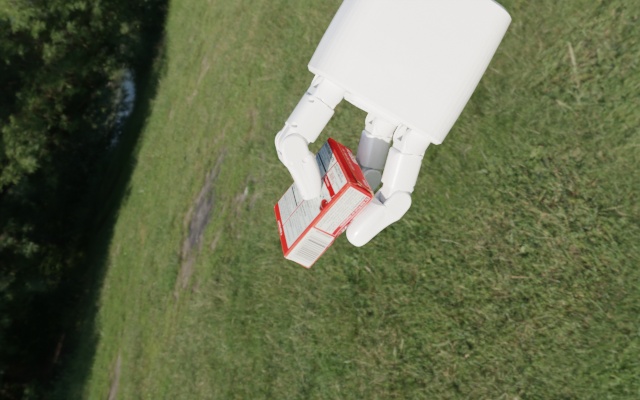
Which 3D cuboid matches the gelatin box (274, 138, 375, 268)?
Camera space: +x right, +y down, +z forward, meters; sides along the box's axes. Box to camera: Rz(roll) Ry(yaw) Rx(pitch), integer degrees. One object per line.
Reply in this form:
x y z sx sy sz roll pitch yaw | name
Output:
-0.001 0.001 0.409 0.030 0.089 0.073 29 23 -30 | gelatin box
